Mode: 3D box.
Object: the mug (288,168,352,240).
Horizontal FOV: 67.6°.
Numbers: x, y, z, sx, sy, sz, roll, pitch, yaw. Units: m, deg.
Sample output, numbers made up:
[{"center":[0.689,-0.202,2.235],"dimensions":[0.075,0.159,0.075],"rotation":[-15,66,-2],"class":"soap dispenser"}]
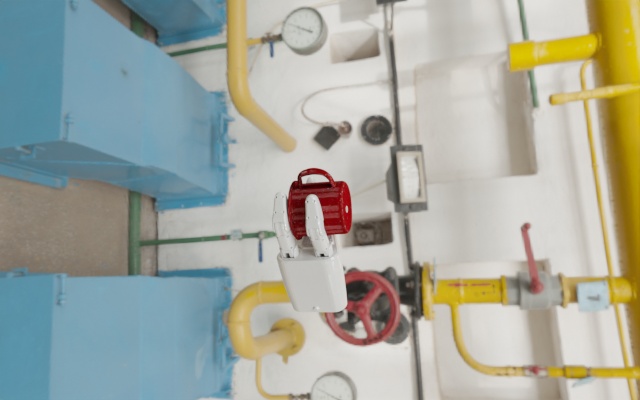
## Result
[{"center":[0.000,0.001,0.725],"dimensions":[0.081,0.117,0.093],"rotation":[-4,30,14],"class":"mug"}]
